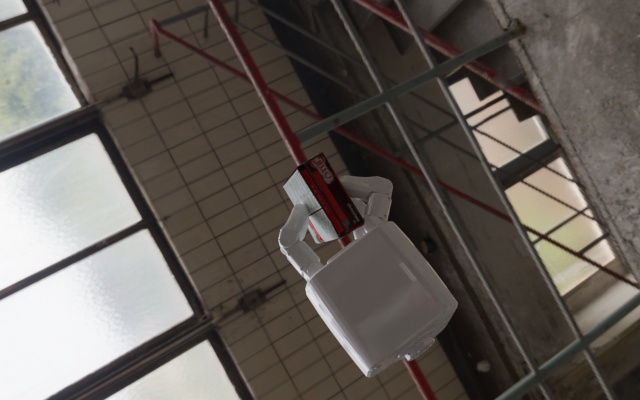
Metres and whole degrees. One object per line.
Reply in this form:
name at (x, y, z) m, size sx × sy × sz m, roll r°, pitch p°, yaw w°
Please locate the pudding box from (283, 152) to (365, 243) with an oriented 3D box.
pudding box at (0.000, 0.002, 0.548) m, size 0.039 × 0.090 × 0.113 m, roll -30°, pitch -1°, yaw -17°
